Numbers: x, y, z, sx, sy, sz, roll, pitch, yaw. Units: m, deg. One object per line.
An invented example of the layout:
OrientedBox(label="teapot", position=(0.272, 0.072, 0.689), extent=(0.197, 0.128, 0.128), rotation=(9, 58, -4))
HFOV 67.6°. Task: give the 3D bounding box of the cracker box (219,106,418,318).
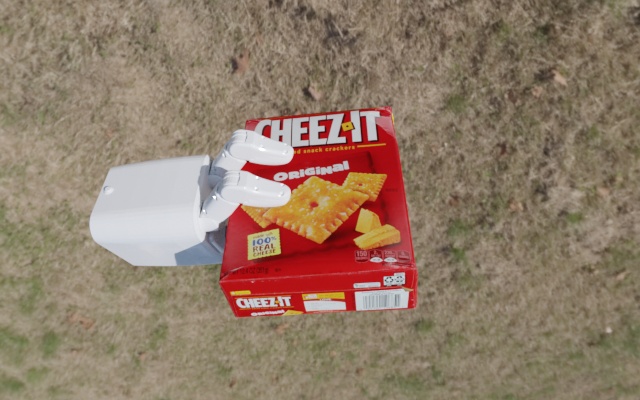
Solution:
OrientedBox(label="cracker box", position=(0.000, 0.002, 0.470), extent=(0.164, 0.213, 0.072), rotation=(-4, -41, 5))
